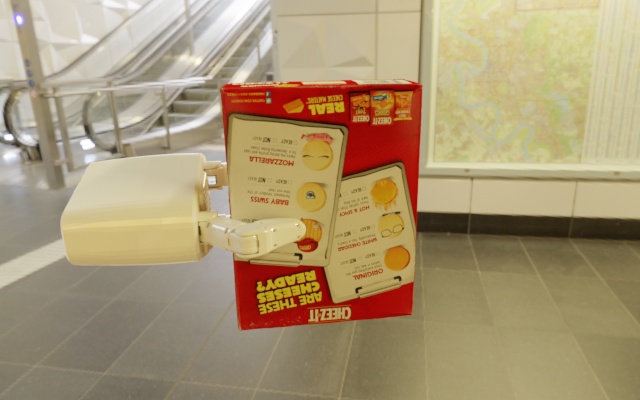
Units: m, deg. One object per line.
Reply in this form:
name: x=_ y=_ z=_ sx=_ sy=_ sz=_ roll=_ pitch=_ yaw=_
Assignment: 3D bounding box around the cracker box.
cracker box: x=0.000 y=0.001 z=0.434 sx=0.164 sy=0.214 sz=0.072 roll=-3 pitch=18 yaw=-7
